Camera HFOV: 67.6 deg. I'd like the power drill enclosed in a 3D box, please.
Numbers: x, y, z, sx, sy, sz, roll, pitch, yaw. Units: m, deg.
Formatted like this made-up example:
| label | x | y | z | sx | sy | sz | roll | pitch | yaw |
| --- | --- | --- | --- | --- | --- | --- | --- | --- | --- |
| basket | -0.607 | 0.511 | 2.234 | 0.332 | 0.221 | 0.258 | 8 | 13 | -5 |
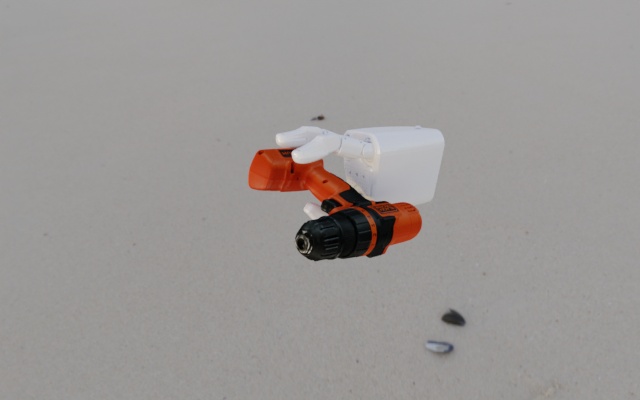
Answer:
| label | x | y | z | sx | sy | sz | roll | pitch | yaw |
| --- | --- | --- | --- | --- | --- | --- | --- | --- | --- |
| power drill | 0.000 | 0.002 | 0.548 | 0.184 | 0.057 | 0.187 | -5 | 32 | -47 |
